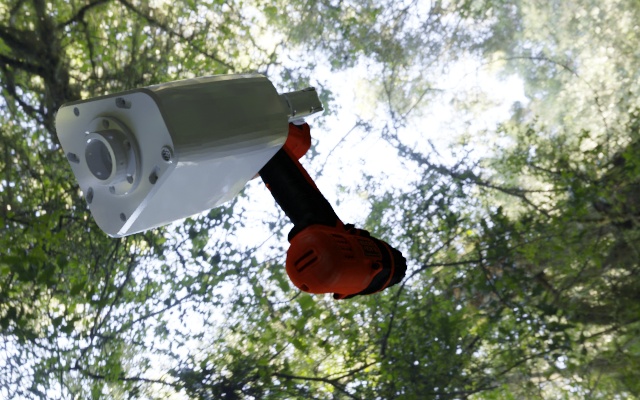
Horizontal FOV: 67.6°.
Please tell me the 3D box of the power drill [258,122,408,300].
[{"bbox_3d":[0.000,0.001,0.432,0.057,0.187,0.184,-40,-24,15],"label":"power drill"}]
